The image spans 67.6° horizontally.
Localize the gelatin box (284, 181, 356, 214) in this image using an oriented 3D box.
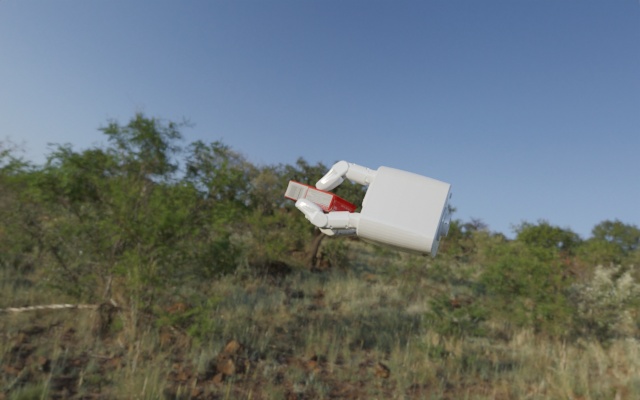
[{"bbox_3d":[0.000,0.002,0.740,0.089,0.030,0.073,19,-5,32],"label":"gelatin box"}]
